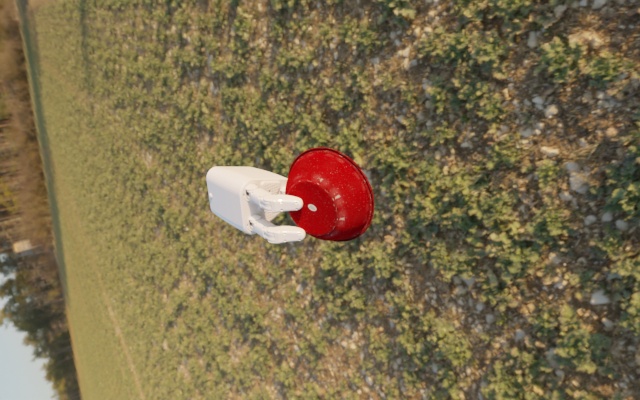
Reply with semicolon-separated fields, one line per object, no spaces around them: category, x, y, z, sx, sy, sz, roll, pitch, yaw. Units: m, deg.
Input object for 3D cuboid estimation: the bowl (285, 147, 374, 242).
bowl;0.001;0.003;0.739;0.162;0.162;0.055;0;22;35
